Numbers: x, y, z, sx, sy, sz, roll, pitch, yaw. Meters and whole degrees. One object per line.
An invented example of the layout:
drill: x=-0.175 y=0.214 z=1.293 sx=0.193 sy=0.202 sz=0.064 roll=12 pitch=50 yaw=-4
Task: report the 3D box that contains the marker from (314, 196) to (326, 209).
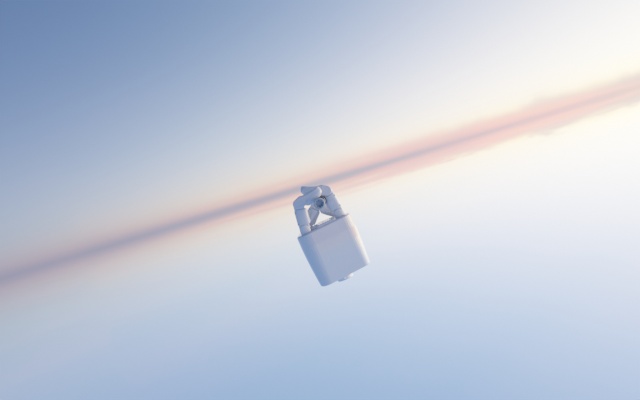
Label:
marker: x=0.000 y=0.003 z=0.858 sx=0.020 sy=0.020 sz=0.121 roll=0 pitch=2 yaw=2
